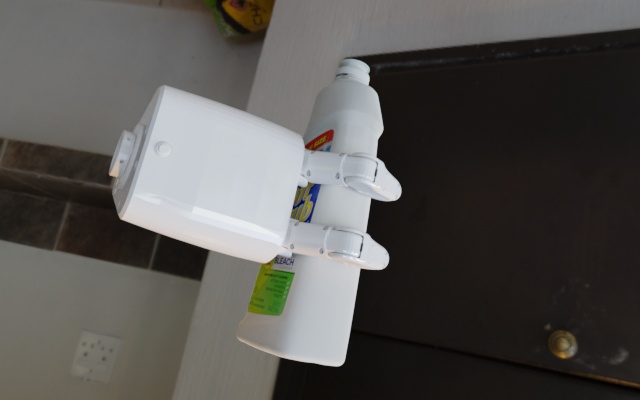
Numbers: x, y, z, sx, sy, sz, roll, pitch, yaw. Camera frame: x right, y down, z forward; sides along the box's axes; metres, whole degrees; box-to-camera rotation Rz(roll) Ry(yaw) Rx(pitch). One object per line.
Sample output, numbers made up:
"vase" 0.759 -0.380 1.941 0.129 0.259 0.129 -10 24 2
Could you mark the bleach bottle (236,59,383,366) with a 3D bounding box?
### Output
"bleach bottle" 0.000 0.001 0.405 0.068 0.250 0.102 19 -15 -28
